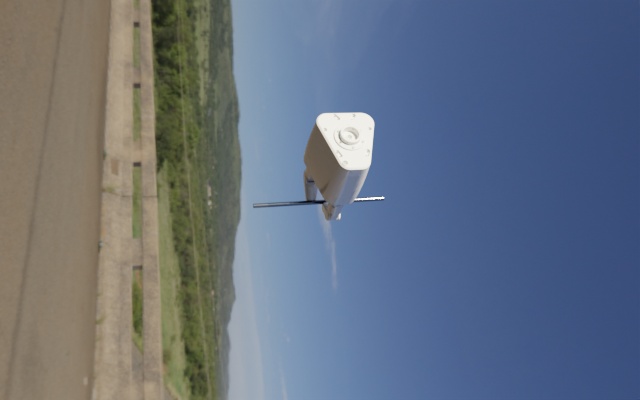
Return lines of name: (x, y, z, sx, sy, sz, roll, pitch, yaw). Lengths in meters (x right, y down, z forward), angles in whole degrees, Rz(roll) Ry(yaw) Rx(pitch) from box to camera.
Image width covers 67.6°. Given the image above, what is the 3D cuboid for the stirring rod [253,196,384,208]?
stirring rod: (0.000, 0.003, 0.857, 0.239, 0.011, 0.011, -3, 1, -14)
